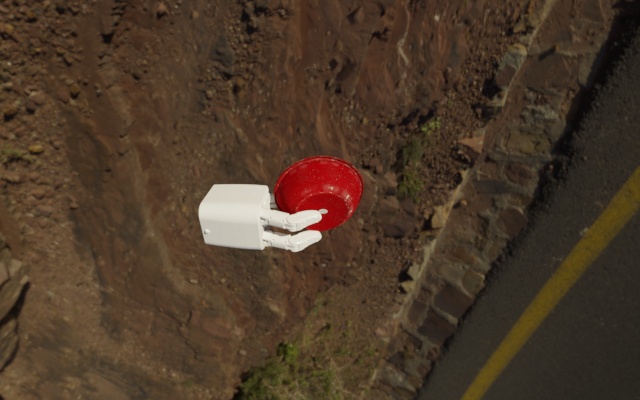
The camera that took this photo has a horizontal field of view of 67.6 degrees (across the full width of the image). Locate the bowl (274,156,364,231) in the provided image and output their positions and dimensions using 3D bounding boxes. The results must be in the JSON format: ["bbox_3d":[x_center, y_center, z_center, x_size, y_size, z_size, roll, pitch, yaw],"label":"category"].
[{"bbox_3d":[0.001,0.003,0.831,0.162,0.162,0.055,0,42,-9],"label":"bowl"}]
